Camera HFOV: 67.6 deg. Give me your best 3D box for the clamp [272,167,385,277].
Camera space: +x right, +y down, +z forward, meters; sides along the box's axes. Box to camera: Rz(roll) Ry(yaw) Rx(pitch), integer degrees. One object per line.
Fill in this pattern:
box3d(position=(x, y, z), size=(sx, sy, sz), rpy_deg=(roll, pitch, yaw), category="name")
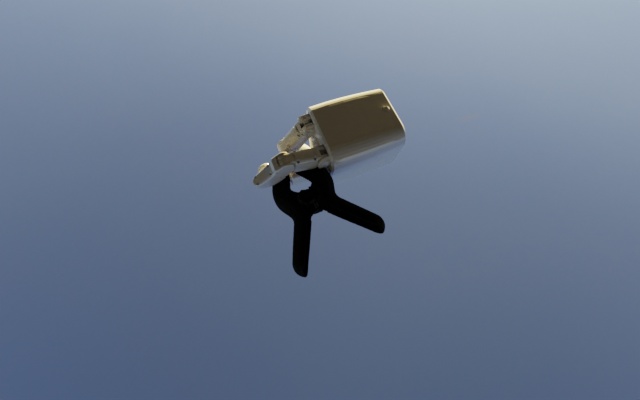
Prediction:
box3d(position=(0.000, 0.002, 0.598), size=(0.120, 0.171, 0.039), rpy_deg=(-18, -29, -9), category="clamp")
